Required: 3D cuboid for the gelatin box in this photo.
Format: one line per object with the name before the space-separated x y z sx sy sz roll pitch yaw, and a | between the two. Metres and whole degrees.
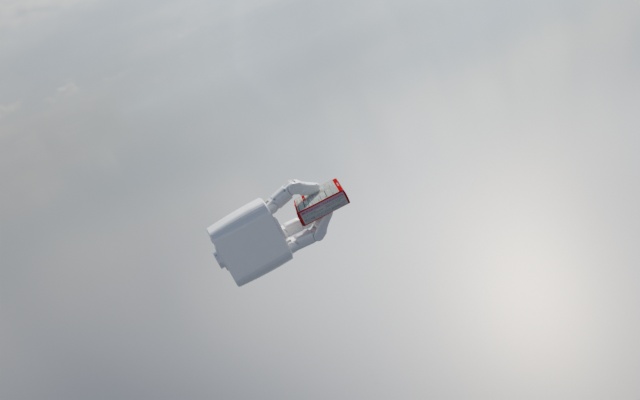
gelatin box | 0.000 0.002 0.816 0.089 0.030 0.073 -28 19 1
